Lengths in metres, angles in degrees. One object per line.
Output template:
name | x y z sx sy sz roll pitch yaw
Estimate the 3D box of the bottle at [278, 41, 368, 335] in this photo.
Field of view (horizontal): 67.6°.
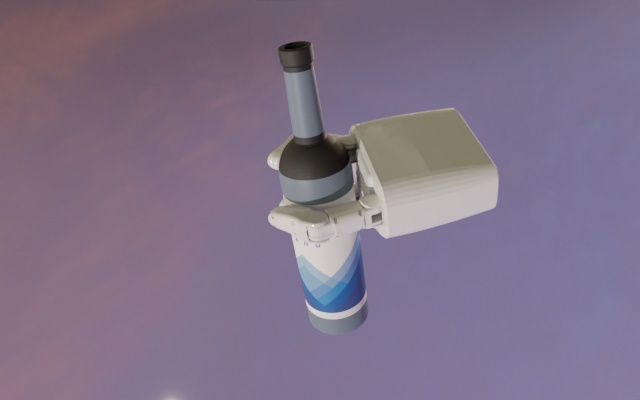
bottle | 0.000 0.002 0.453 0.069 0.296 0.069 -7 32 4
